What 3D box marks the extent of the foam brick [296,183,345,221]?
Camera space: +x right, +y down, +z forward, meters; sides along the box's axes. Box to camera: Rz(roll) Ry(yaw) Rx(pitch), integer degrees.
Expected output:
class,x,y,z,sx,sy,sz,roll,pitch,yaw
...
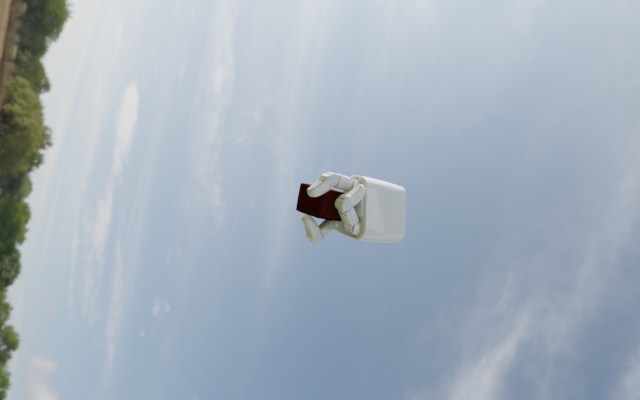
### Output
class,x,y,z,sx,sy,sz,roll,pitch,yaw
foam brick,0.000,0.003,0.857,0.051,0.053,0.078,8,6,-35
